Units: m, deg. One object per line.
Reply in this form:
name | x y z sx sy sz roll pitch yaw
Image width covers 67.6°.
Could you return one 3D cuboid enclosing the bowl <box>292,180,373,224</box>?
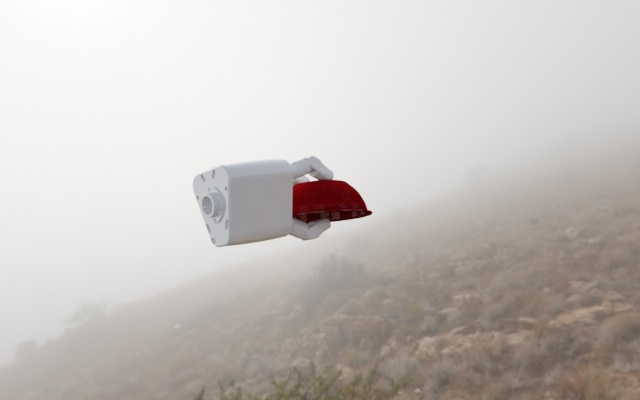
bowl | 0.001 0.002 0.761 0.162 0.055 0.162 -5 -8 -1
